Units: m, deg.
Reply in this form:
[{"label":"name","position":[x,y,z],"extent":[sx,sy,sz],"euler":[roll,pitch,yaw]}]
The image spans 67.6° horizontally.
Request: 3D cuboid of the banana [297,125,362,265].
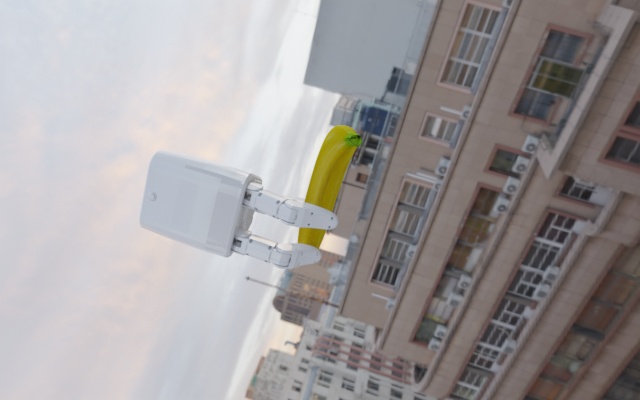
[{"label":"banana","position":[0.004,-0.013,0.535],"extent":[0.037,0.198,0.069],"euler":[17,41,-2]}]
